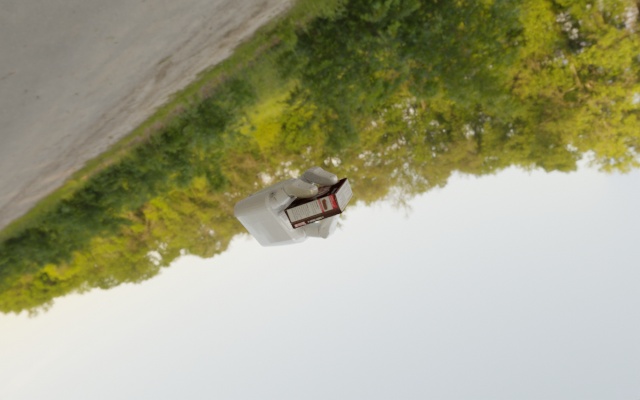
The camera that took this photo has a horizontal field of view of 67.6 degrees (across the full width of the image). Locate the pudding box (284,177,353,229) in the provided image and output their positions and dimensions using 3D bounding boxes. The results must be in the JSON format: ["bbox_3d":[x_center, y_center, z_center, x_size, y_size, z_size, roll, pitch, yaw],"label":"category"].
[{"bbox_3d":[0.000,0.003,0.786,0.090,0.039,0.113,-20,12,17],"label":"pudding box"}]
